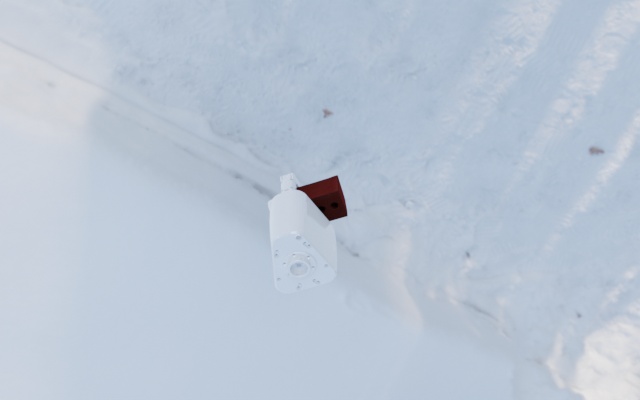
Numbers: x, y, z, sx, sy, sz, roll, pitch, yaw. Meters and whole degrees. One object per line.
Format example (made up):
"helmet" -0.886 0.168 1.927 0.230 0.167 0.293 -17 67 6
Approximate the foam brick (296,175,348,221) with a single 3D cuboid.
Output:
"foam brick" 0.000 0.002 0.775 0.078 0.053 0.051 -17 31 7
